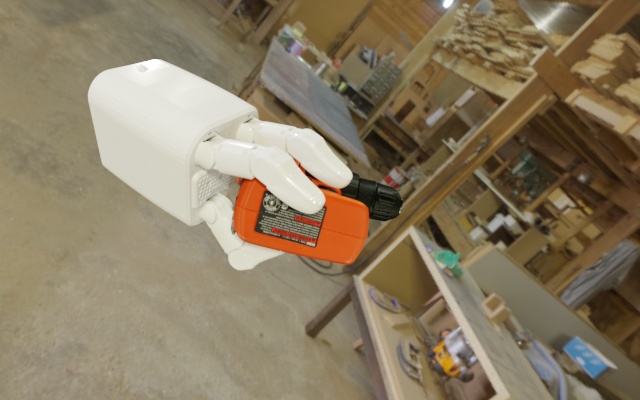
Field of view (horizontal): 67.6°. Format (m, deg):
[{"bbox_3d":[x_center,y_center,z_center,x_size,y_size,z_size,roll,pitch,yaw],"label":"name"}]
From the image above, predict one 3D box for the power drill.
[{"bbox_3d":[0.000,0.001,0.455,0.184,0.057,0.187,12,11,-2],"label":"power drill"}]
